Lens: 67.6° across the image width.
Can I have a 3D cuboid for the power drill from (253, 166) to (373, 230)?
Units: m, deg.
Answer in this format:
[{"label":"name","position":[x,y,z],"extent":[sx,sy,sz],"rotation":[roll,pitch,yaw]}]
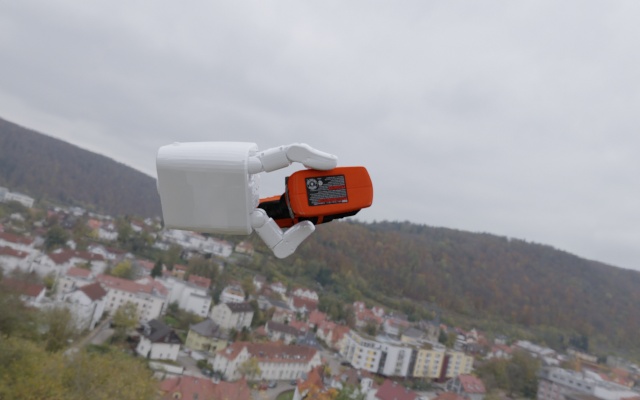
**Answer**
[{"label":"power drill","position":[0.000,0.002,0.650],"extent":[0.184,0.057,0.188],"rotation":[-8,-8,-20]}]
